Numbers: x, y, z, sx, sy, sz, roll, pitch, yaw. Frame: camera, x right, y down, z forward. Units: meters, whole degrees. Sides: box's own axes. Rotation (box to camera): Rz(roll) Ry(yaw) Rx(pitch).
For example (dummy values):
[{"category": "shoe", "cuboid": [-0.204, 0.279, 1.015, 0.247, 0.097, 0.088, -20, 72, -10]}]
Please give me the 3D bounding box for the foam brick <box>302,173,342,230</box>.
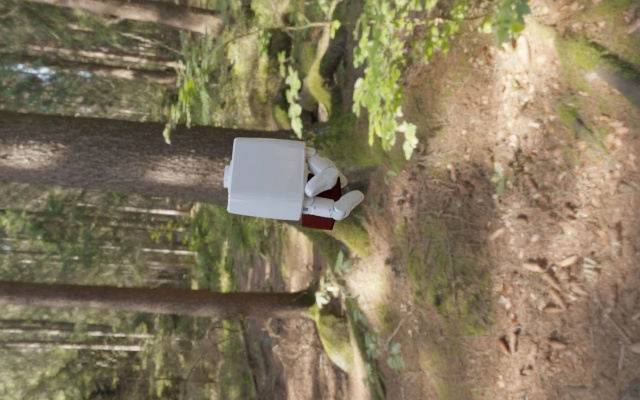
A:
[{"category": "foam brick", "cuboid": [0.000, 0.003, 0.752, 0.051, 0.053, 0.078, 5, -39, -8]}]
